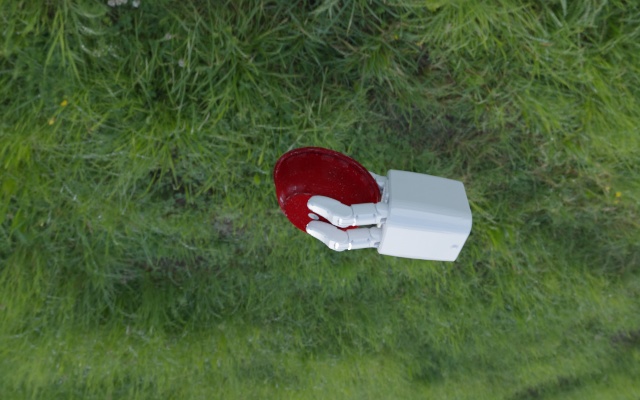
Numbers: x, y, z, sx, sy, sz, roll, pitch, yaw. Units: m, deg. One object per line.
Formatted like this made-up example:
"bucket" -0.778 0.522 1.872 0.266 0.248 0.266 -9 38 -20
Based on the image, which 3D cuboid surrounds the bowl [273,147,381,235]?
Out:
"bowl" -0.001 0.002 0.670 0.162 0.055 0.162 14 -39 11
